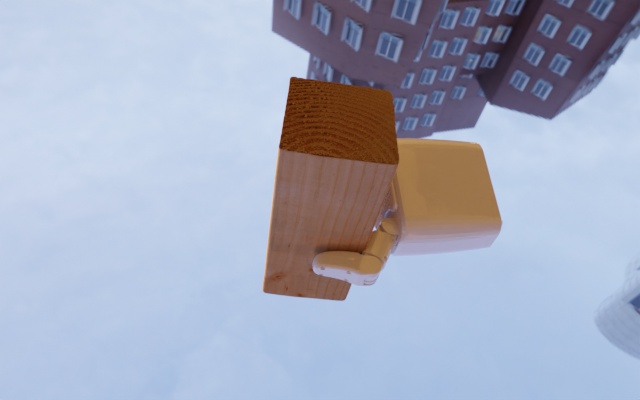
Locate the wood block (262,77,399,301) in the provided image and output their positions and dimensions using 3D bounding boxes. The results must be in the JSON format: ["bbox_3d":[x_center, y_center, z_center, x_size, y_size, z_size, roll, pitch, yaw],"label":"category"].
[{"bbox_3d":[0.000,0.002,0.446,0.090,0.090,0.206,7,-41,-5],"label":"wood block"}]
